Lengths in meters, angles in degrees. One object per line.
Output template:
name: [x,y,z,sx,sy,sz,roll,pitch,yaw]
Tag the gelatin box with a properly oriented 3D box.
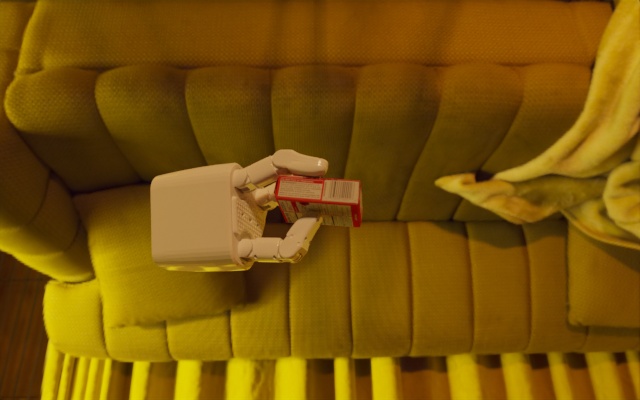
gelatin box: [0.000,0.002,0.518,0.089,0.030,0.073,5,-22,9]
